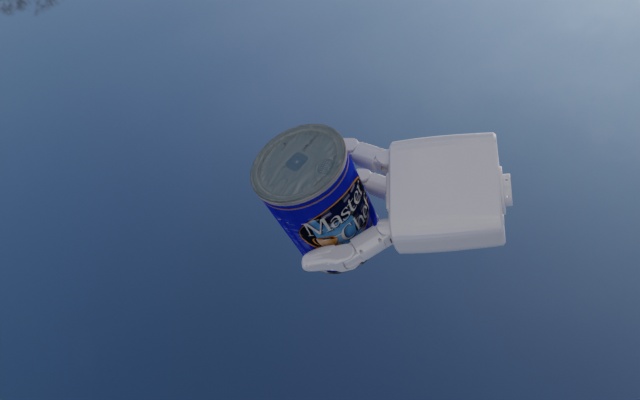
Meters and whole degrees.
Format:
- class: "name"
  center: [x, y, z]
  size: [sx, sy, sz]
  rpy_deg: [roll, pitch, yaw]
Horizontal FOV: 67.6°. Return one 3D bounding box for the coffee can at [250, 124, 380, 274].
- class: "coffee can"
  center: [0.000, 0.002, 0.523]
  size: [0.103, 0.102, 0.140]
  rpy_deg: [0, -36, 25]
